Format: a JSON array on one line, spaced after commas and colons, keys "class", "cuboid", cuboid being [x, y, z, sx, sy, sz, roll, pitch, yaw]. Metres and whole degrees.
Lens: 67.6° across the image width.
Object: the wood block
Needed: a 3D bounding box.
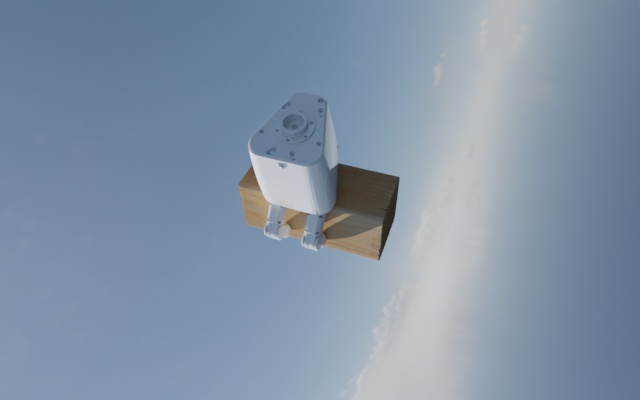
[{"class": "wood block", "cuboid": [0.000, 0.002, 0.689, 0.206, 0.090, 0.090, 14, 48, 16]}]
